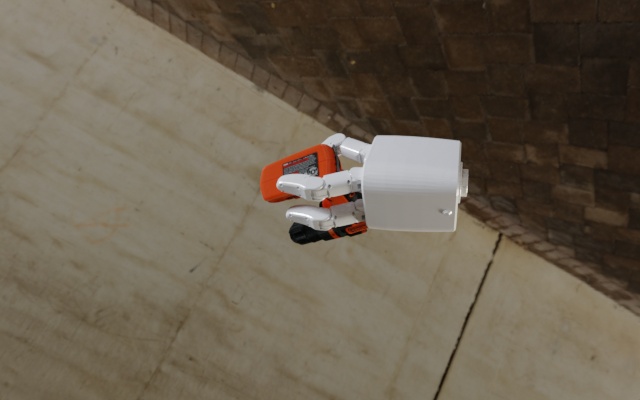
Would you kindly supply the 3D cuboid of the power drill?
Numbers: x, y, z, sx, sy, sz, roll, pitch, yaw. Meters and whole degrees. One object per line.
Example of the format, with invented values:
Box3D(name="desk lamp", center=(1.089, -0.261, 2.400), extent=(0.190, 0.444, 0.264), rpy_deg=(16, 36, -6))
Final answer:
Box3D(name="power drill", center=(0.000, 0.002, 0.661), extent=(0.184, 0.057, 0.188), rpy_deg=(-21, -29, 23))
